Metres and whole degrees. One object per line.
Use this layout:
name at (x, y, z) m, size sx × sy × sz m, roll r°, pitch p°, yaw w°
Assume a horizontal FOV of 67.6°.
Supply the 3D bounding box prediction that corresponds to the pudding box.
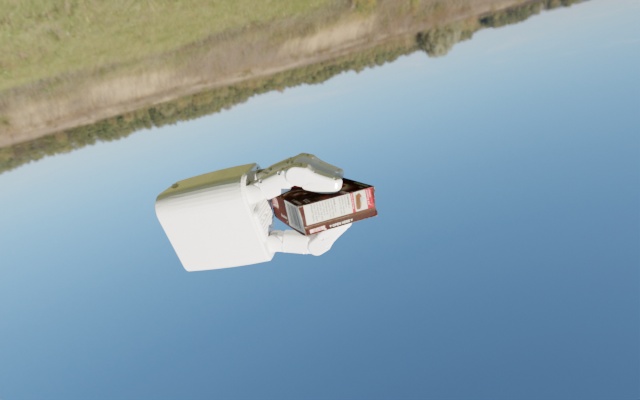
pudding box at (0.000, 0.002, 0.550) m, size 0.090 × 0.039 × 0.113 m, roll -16°, pitch 17°, yaw -19°
